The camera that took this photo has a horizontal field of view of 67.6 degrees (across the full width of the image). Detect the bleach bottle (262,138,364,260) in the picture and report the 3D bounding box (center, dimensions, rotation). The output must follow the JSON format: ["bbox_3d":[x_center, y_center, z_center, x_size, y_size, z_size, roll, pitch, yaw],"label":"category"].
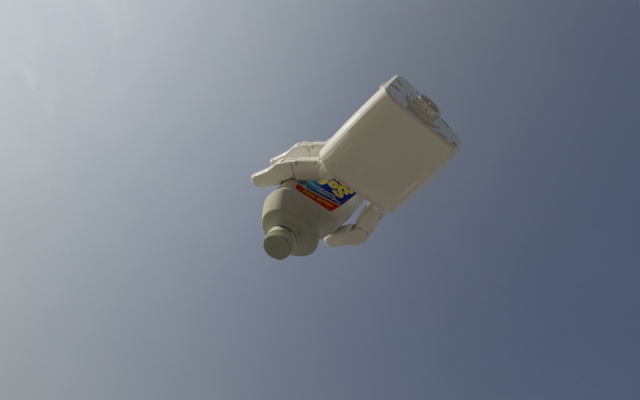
[{"bbox_3d":[0.000,0.002,0.584,0.068,0.102,0.250,-45,4,30],"label":"bleach bottle"}]
